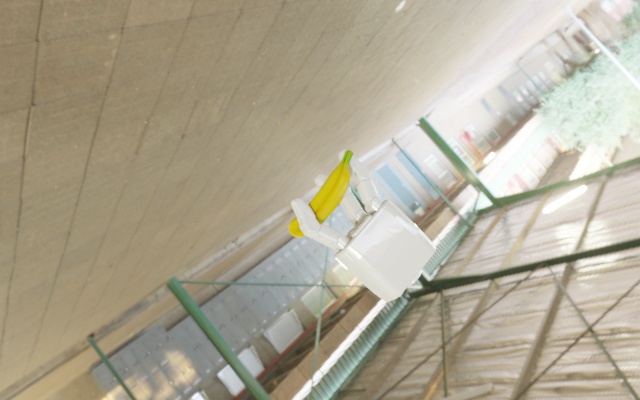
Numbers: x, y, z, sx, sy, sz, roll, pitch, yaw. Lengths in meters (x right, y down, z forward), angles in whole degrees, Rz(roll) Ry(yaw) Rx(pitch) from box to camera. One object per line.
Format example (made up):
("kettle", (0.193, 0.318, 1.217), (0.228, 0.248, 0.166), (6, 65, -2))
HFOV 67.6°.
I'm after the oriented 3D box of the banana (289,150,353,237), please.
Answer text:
("banana", (-0.004, 0.011, 0.734), (0.037, 0.198, 0.069), (34, 39, -7))
